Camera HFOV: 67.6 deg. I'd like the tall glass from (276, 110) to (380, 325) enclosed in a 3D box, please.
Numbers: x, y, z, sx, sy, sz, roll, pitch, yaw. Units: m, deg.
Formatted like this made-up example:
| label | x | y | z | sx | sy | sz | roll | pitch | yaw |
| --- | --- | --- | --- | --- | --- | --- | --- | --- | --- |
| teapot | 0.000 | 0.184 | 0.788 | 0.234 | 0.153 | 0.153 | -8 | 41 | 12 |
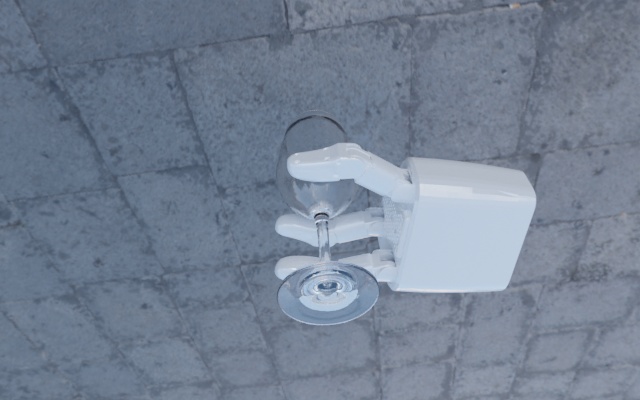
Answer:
| label | x | y | z | sx | sy | sz | roll | pitch | yaw |
| --- | --- | --- | --- | --- | --- | --- | --- | --- | --- |
| tall glass | 0.000 | 0.002 | 0.414 | 0.079 | 0.079 | 0.200 | 0 | 43 | -5 |
